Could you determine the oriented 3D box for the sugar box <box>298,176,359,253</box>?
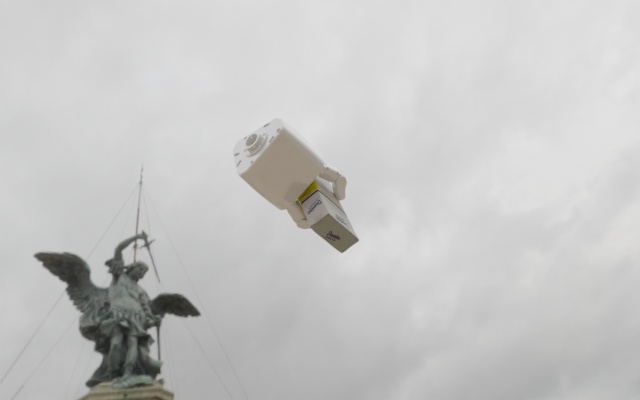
[{"bbox_3d":[0.000,0.003,0.831,0.048,0.176,0.093,-37,-50,14],"label":"sugar box"}]
